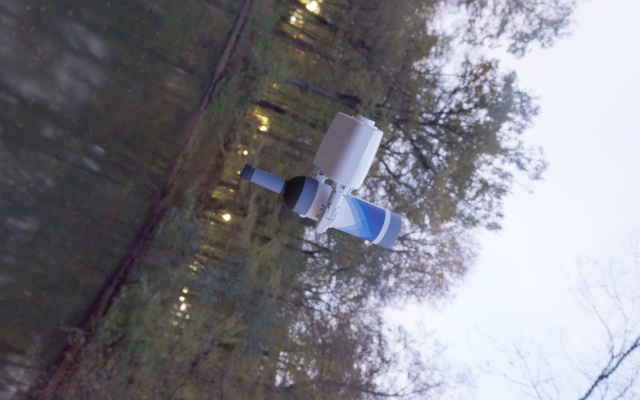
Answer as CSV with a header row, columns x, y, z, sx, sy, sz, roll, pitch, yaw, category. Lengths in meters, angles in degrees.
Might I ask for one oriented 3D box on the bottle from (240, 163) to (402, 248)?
x,y,z,sx,sy,sz,roll,pitch,yaw,category
0.000,0.003,0.852,0.296,0.069,0.069,22,-5,-11,bottle
